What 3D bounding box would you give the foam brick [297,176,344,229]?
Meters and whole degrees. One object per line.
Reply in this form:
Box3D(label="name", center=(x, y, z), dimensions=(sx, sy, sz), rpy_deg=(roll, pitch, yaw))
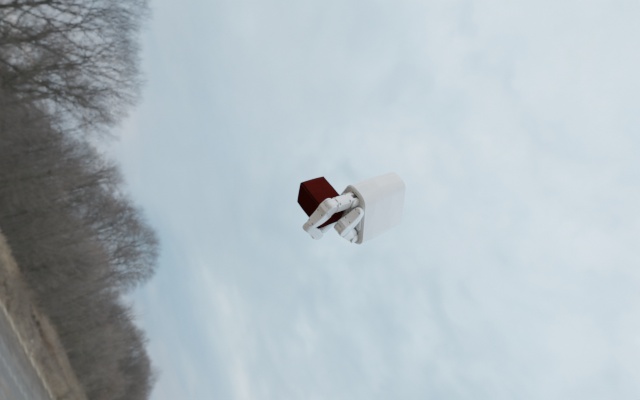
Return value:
Box3D(label="foam brick", center=(0.000, 0.003, 0.880), dimensions=(0.051, 0.078, 0.053), rpy_deg=(-20, -34, -30))
